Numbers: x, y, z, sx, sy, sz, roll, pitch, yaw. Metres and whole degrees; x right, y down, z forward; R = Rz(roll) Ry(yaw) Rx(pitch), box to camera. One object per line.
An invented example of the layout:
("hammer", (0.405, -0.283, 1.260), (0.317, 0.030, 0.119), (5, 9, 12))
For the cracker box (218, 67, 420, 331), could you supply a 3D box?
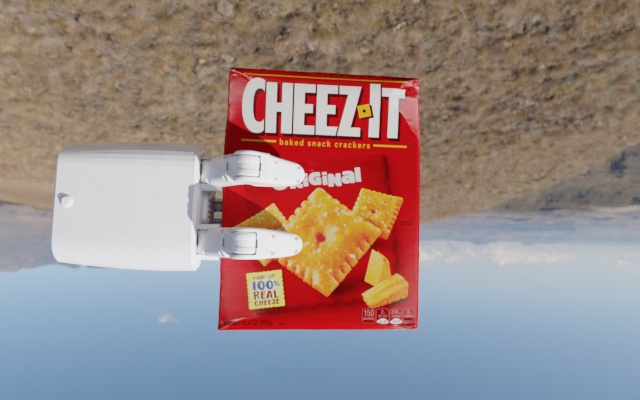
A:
("cracker box", (0.000, 0.002, 0.413), (0.164, 0.213, 0.072), (2, -5, -5))
